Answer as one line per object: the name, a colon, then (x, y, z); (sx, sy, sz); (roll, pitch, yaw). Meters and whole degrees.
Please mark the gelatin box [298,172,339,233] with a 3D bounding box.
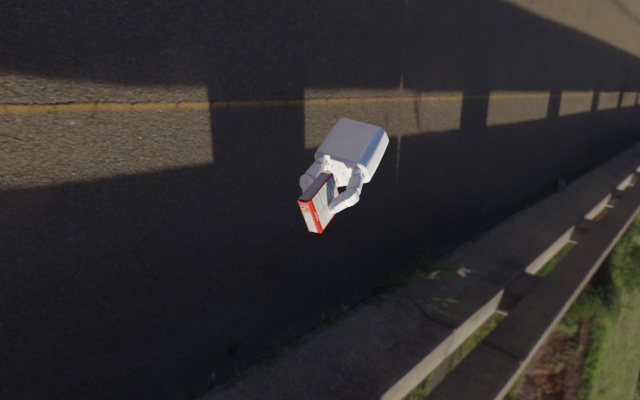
gelatin box: (0.000, 0.003, 0.868); (0.030, 0.073, 0.089); (6, 41, 32)
